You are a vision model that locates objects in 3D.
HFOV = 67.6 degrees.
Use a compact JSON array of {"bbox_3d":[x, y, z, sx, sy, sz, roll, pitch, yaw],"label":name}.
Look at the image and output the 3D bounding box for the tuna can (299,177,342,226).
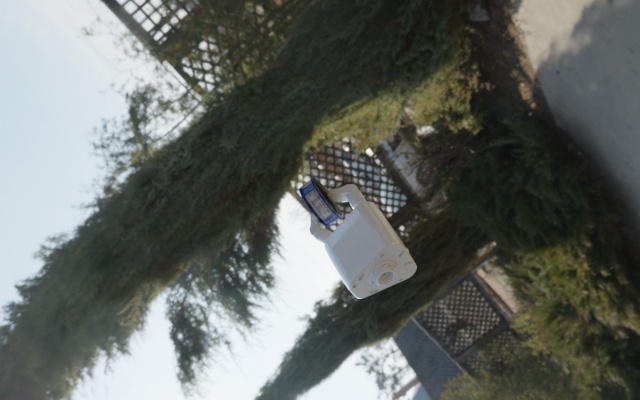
[{"bbox_3d":[0.000,0.003,0.839,0.034,0.086,0.086,-36,-6,8],"label":"tuna can"}]
